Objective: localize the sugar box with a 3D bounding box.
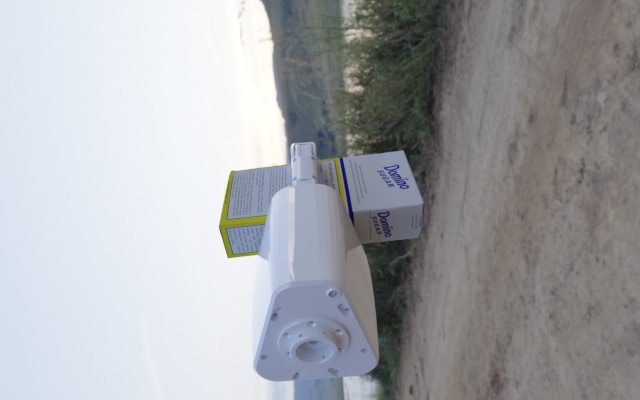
[{"bbox_3d":[0.000,0.002,0.448,0.176,0.048,0.093,-4,37,0],"label":"sugar box"}]
